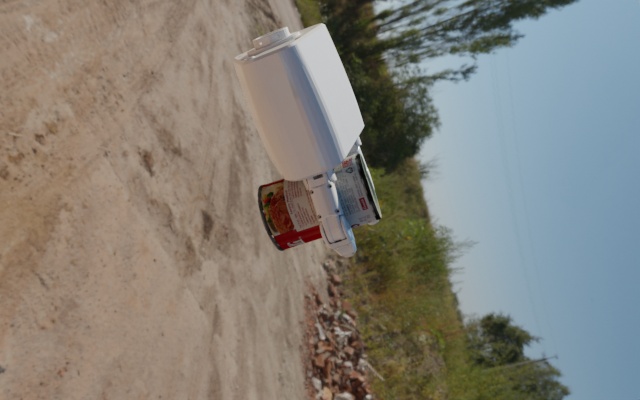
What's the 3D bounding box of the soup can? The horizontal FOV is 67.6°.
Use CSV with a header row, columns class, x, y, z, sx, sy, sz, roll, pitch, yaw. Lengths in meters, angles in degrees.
class,x,y,z,sx,sy,sz,roll,pitch,yaw
soup can,0.001,0.002,0.458,0.102,0.068,0.068,-18,-3,9
